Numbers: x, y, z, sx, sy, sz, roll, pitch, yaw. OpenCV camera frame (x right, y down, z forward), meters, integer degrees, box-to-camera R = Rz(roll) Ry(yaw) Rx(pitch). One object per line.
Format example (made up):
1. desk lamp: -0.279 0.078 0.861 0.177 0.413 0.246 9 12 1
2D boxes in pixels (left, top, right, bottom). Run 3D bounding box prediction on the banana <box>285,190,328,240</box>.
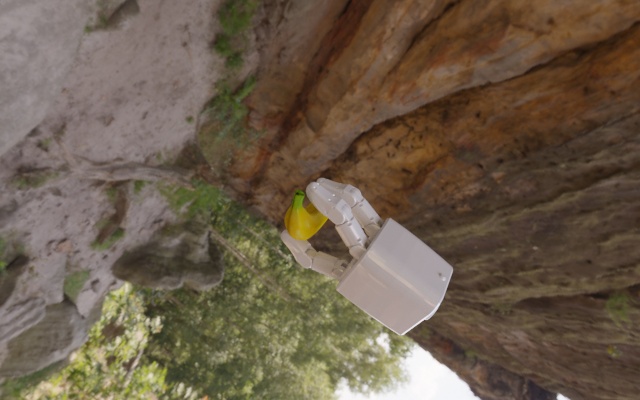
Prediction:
1. banana: -0.011 0.018 0.648 0.037 0.069 0.198 34 10 8
